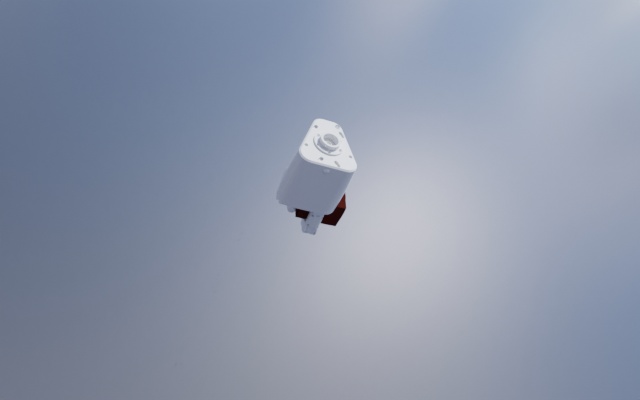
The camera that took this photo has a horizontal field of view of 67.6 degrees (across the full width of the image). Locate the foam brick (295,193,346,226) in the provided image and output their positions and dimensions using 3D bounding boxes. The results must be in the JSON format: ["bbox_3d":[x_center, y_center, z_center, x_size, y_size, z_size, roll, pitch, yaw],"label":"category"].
[{"bbox_3d":[0.000,0.003,0.824,0.078,0.053,0.051,14,-44,-15],"label":"foam brick"}]
